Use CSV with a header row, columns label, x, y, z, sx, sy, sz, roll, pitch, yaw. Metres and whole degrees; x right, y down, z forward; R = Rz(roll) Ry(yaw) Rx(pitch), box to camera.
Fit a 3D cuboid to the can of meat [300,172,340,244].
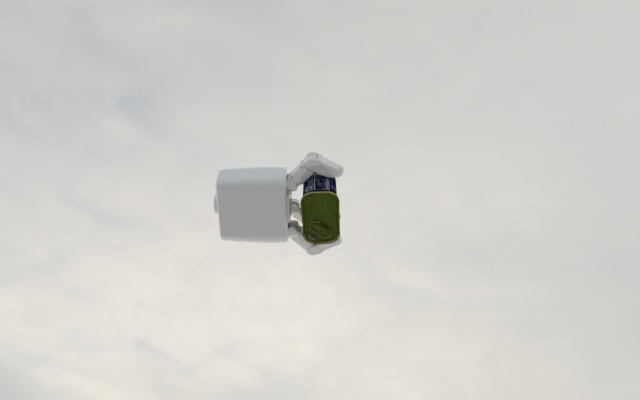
label,x,y,z,sx,sy,sz,roll,pitch,yaw
can of meat,0.000,0.002,0.741,0.057,0.102,0.084,-2,39,1
